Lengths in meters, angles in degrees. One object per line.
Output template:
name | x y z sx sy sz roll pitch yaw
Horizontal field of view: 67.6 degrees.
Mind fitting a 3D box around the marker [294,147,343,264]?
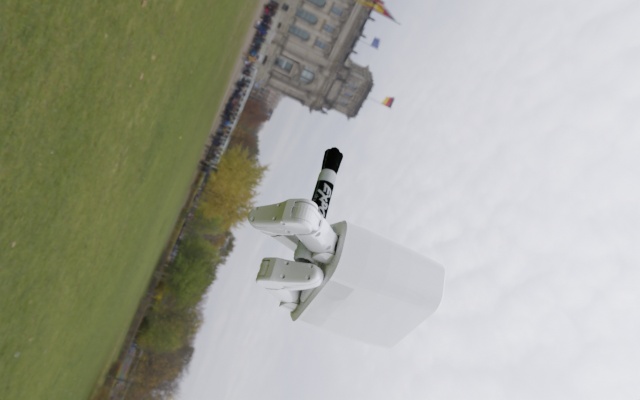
marker | 0.000 0.001 0.436 0.020 0.121 0.020 12 -29 7
